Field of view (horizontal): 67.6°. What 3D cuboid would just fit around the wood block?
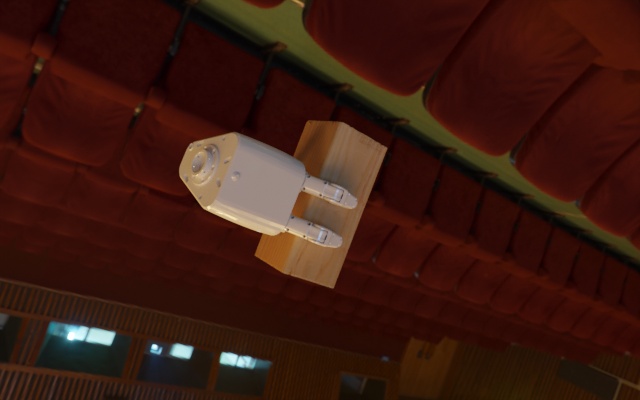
[{"bbox_3d":[0.000,0.002,0.663,0.090,0.206,0.091,23,-3,-34],"label":"wood block"}]
